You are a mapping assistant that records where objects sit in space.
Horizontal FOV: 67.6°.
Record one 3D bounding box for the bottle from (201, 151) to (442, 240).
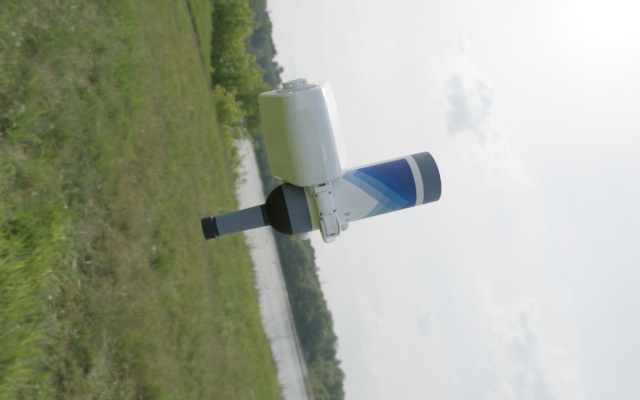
[{"bbox_3d":[0.000,0.002,0.598,0.296,0.069,0.069,-13,1,-6],"label":"bottle"}]
